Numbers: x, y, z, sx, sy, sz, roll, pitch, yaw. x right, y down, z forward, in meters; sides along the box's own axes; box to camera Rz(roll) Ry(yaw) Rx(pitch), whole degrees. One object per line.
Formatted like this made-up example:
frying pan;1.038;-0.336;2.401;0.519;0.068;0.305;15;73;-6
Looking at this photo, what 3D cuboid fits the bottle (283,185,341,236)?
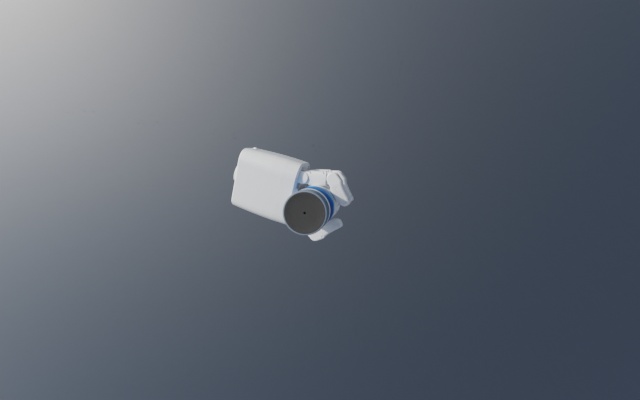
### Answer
bottle;0.000;0.003;0.837;0.069;0.069;0.295;0;6;9
